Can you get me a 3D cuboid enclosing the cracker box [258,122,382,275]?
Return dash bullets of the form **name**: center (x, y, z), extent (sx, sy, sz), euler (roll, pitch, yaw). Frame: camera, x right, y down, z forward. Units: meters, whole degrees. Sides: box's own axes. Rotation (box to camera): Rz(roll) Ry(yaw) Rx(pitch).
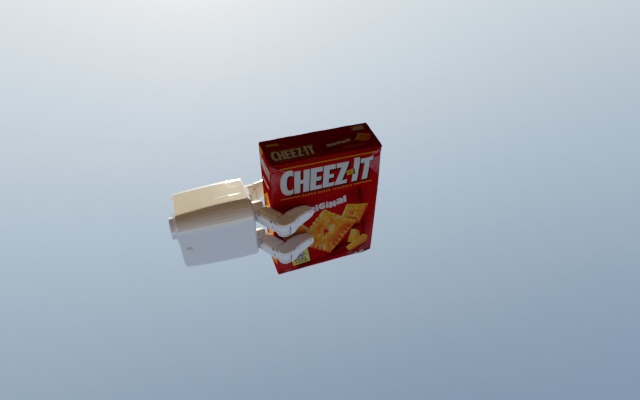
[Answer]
- **cracker box**: center (0.000, 0.002, 0.721), extent (0.164, 0.214, 0.072), euler (-13, 43, -15)
